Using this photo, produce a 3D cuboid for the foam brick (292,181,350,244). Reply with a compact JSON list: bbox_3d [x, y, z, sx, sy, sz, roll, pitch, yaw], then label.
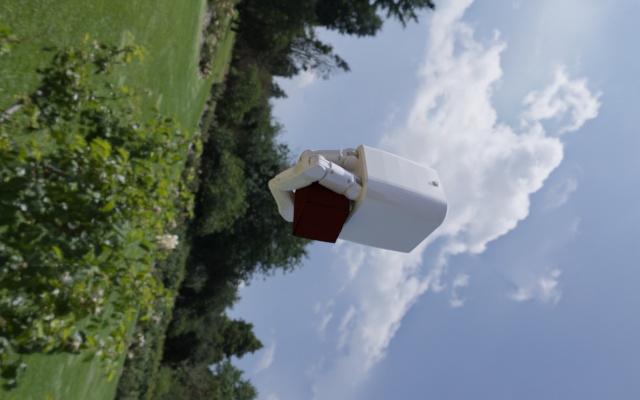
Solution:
[{"bbox_3d":[0.000,0.002,0.546,0.051,0.053,0.078,14,38,-12],"label":"foam brick"}]
